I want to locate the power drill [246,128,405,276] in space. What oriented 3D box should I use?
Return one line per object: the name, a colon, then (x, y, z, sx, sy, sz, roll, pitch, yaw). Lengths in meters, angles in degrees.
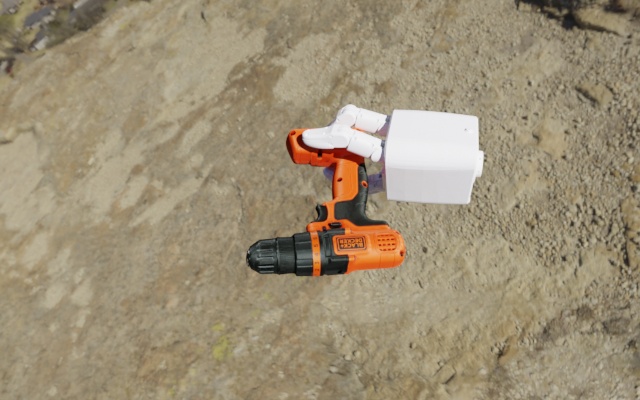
power drill: (0.000, 0.001, 0.586, 0.184, 0.187, 0.057, -2, -26, -8)
